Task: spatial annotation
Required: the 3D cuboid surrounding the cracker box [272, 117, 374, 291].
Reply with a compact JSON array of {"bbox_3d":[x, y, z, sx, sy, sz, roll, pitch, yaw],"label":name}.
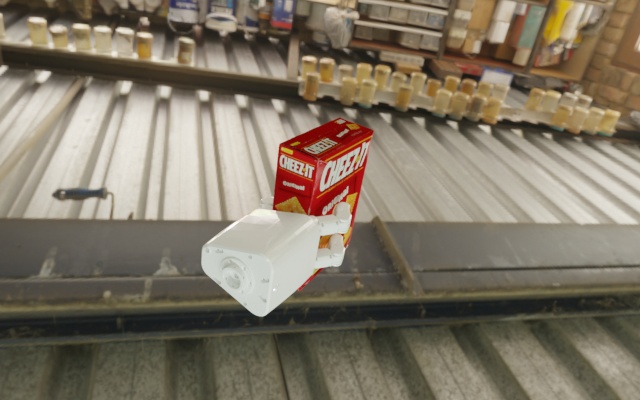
[{"bbox_3d":[0.000,0.002,0.712,0.072,0.214,0.164,23,32,23],"label":"cracker box"}]
